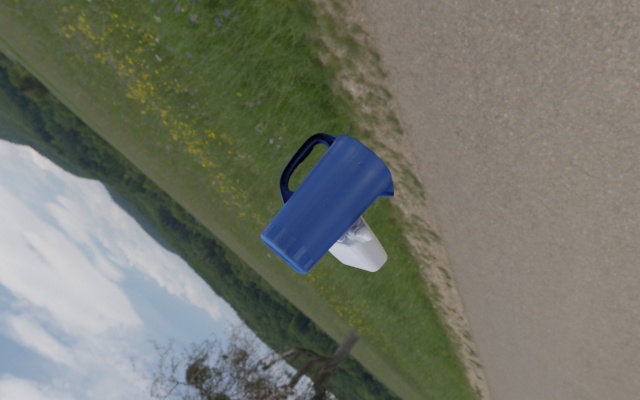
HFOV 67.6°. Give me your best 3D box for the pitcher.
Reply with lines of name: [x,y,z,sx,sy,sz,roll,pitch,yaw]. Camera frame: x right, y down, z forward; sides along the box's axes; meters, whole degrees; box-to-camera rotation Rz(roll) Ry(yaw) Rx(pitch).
pitcher: [0.000,0.003,0.865,0.149,0.243,0.145,29,-15,50]
